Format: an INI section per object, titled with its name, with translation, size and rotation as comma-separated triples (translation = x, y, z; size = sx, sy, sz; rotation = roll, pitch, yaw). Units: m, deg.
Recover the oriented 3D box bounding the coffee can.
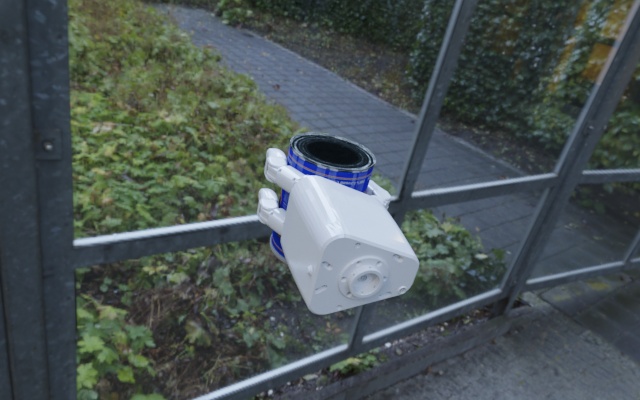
[coffee can]
translation = 0.000, 0.002, 0.582
size = 0.103, 0.140, 0.102
rotation = 11, 27, -6
